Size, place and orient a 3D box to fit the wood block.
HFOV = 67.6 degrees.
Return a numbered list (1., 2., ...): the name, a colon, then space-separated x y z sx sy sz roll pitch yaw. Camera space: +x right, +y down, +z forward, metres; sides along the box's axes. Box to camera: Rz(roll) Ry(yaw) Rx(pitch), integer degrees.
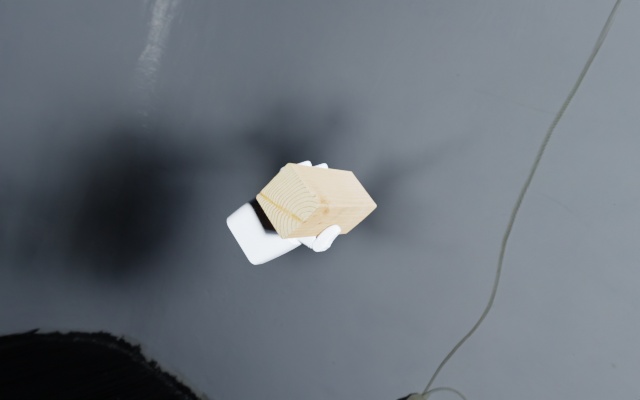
1. wood block: 0.000 0.003 0.835 0.090 0.090 0.206 -43 -21 24
